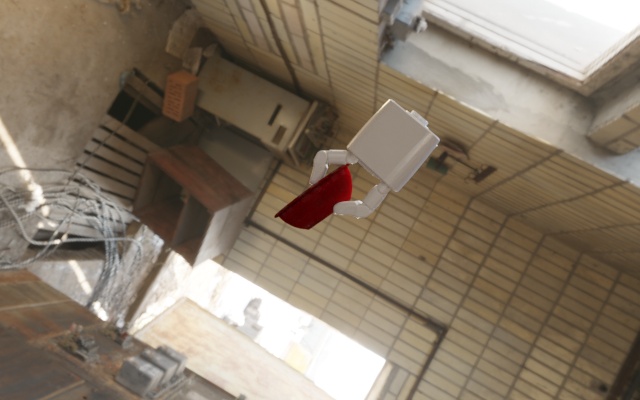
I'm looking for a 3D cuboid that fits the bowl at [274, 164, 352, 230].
[{"bbox_3d":[-0.001,0.004,0.827,0.162,0.055,0.162,-36,-1,-1],"label":"bowl"}]
